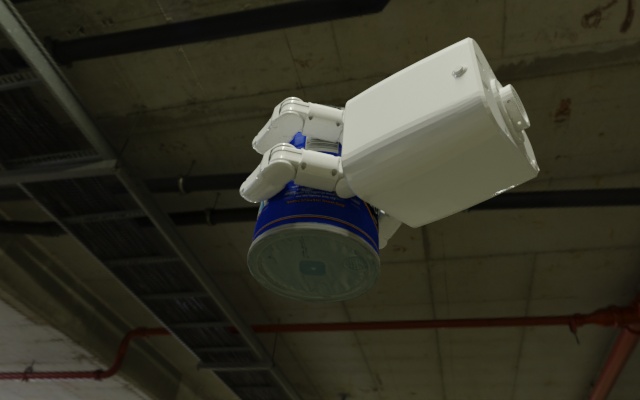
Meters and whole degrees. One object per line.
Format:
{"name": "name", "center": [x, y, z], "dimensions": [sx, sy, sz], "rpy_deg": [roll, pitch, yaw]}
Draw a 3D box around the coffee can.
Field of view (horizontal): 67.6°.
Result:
{"name": "coffee can", "center": [0.000, 0.002, 0.412], "dimensions": [0.103, 0.140, 0.103], "rpy_deg": [4, -41, 3]}
